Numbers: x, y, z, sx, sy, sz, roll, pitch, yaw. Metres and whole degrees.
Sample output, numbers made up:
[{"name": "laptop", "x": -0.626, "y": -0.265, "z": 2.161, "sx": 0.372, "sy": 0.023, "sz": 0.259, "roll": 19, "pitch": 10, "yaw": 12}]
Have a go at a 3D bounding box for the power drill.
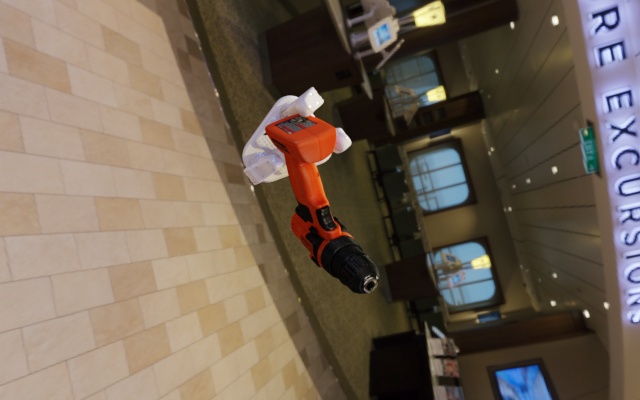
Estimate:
[{"name": "power drill", "x": 0.000, "y": 0.001, "z": 0.559, "sx": 0.057, "sy": 0.188, "sz": 0.184, "roll": -23, "pitch": 30, "yaw": -19}]
